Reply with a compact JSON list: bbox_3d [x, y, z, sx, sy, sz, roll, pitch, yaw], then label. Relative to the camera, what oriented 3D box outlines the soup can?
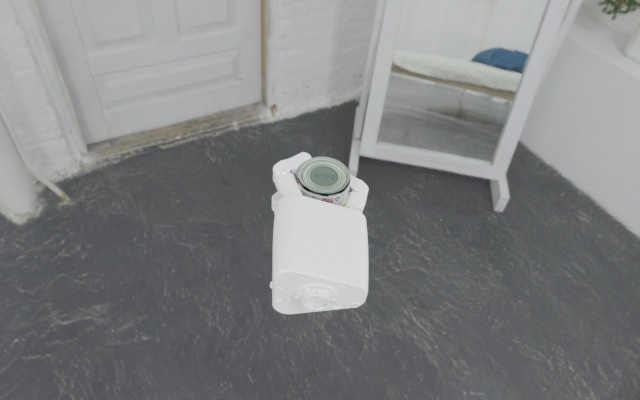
[{"bbox_3d":[0.000,0.001,0.622,0.068,0.068,0.102,0,-42,-6],"label":"soup can"}]
